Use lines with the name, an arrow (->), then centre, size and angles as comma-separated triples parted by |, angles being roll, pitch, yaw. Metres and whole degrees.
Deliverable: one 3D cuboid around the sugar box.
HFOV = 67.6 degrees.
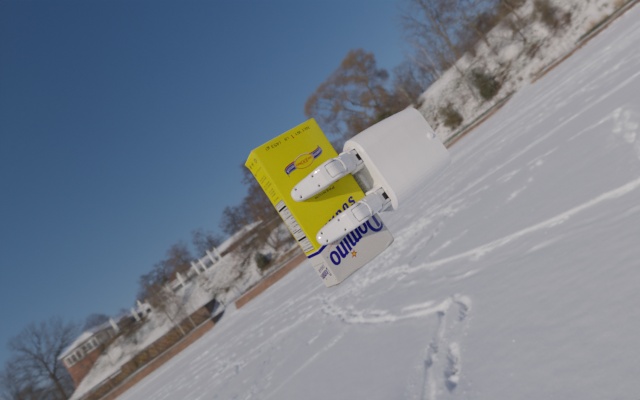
sugar box -> 0.000, 0.001, 0.554 | 0.093, 0.176, 0.048 | -34, -4, -26
